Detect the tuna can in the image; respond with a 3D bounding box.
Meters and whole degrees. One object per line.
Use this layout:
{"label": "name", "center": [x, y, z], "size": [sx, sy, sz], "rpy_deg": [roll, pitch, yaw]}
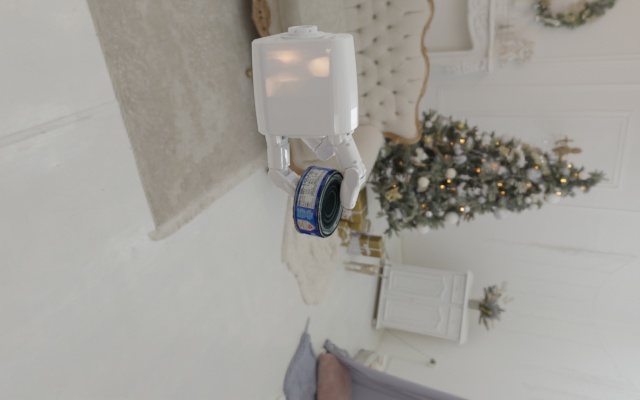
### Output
{"label": "tuna can", "center": [0.001, 0.002, 0.582], "size": [0.034, 0.086, 0.086], "rpy_deg": [11, 4, 22]}
